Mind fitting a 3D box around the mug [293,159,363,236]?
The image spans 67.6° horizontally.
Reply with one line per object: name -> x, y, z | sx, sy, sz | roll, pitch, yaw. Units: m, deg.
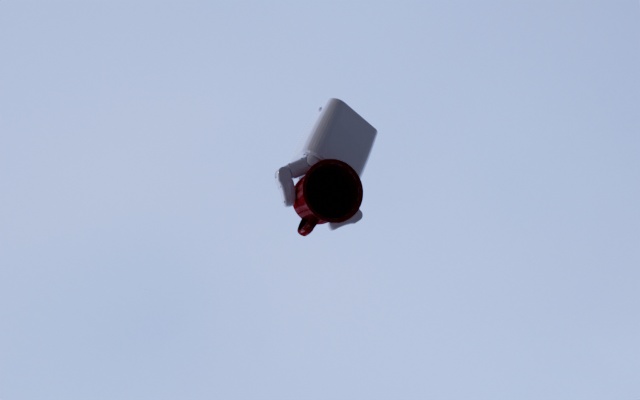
mug -> -0.001, 0.004, 0.710 | 0.093, 0.117, 0.081 | 31, -18, -12
